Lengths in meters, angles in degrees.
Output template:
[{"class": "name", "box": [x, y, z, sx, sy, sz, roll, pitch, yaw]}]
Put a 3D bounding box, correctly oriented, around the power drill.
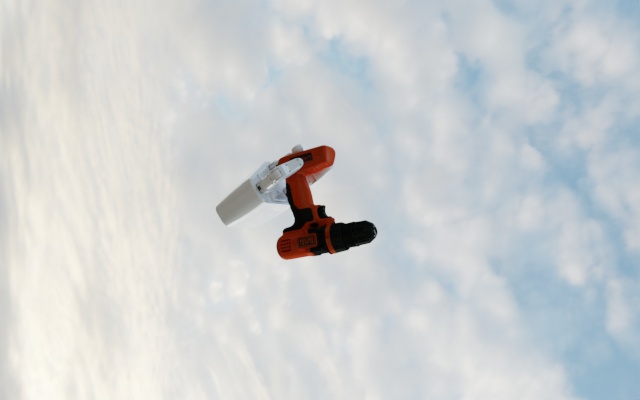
[{"class": "power drill", "box": [0.000, 0.002, 0.836, 0.184, 0.187, 0.057, -13, -16, 20]}]
